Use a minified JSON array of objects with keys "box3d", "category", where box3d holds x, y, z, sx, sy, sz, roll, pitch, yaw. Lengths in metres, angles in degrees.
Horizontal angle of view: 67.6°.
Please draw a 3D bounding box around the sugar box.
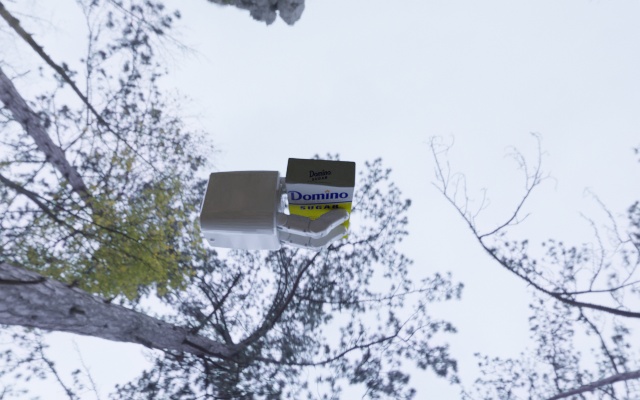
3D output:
[{"box3d":[0.000,0.003,0.695,0.093,0.048,0.176,3,-24,2],"category":"sugar box"}]
